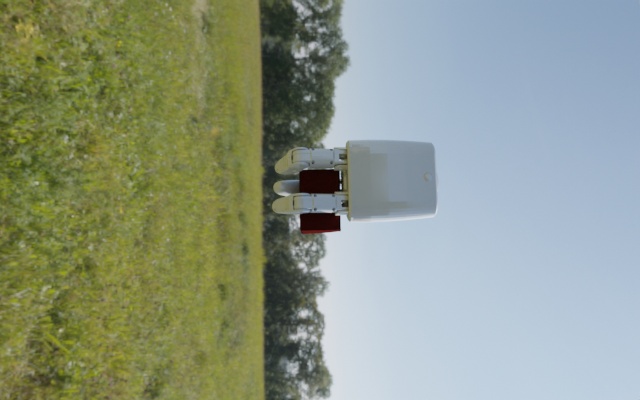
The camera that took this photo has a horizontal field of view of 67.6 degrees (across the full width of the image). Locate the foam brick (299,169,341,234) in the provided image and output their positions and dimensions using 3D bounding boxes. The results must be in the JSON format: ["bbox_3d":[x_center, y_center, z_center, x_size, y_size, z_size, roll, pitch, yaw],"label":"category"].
[{"bbox_3d":[0.000,0.002,0.604,0.051,0.078,0.053,-1,-6,1],"label":"foam brick"}]
